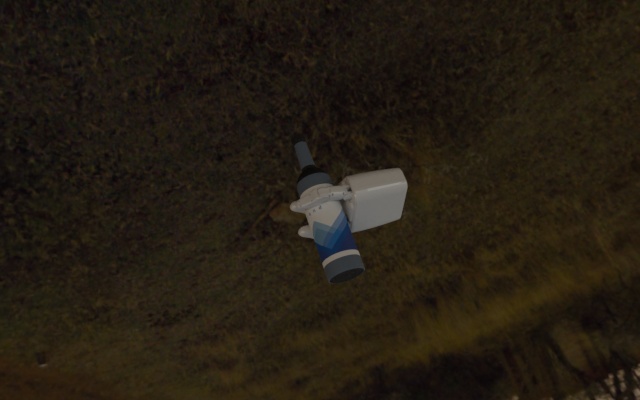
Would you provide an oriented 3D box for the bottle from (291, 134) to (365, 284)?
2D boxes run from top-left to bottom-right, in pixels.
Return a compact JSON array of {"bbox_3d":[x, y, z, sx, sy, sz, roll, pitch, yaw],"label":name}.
[{"bbox_3d":[0.000,0.003,0.874,0.069,0.295,0.069,-16,-25,-8],"label":"bottle"}]
